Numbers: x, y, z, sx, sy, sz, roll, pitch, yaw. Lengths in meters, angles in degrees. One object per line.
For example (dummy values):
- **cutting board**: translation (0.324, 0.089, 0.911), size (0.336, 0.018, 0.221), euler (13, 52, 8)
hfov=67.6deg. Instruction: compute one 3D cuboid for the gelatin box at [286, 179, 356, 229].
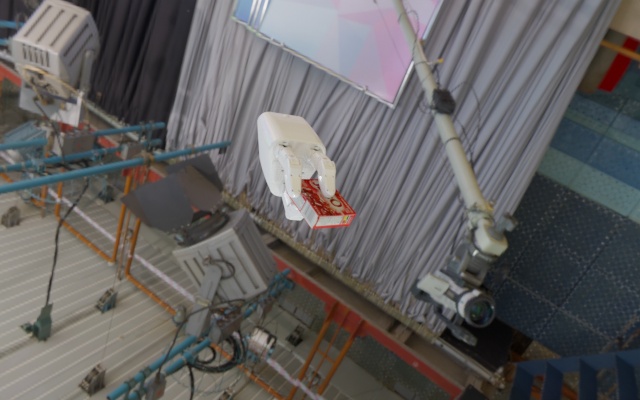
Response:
- **gelatin box**: translation (0.000, 0.003, 0.728), size (0.073, 0.030, 0.089), euler (-1, 41, -38)
